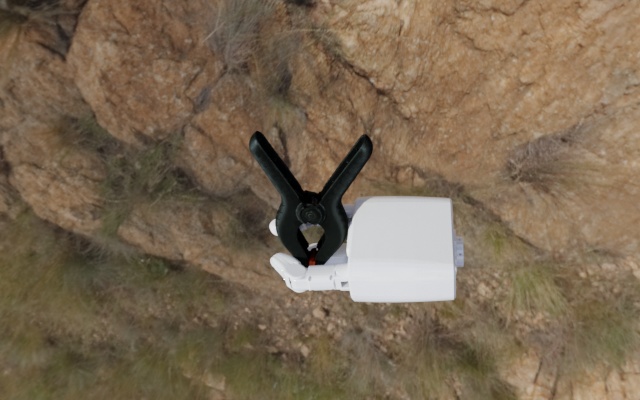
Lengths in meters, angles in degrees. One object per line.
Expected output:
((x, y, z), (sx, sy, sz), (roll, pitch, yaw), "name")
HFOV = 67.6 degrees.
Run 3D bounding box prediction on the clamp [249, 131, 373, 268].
((0.000, 0.002, 0.500), (0.120, 0.172, 0.039), (-2, 34, 13), "clamp")
